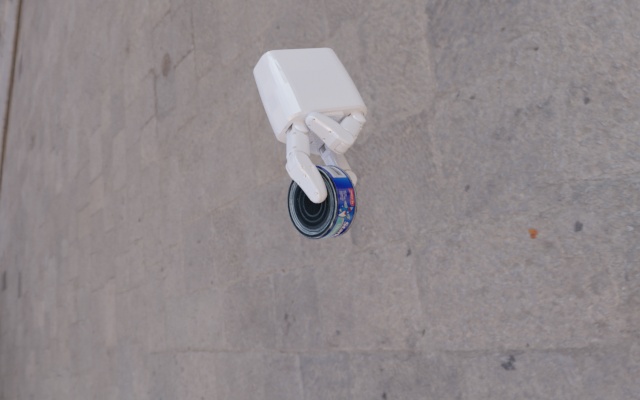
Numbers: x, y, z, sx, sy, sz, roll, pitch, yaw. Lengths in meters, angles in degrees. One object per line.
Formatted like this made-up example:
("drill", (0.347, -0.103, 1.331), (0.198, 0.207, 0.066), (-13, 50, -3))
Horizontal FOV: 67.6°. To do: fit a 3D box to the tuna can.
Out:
("tuna can", (0.000, 0.002, 0.552), (0.034, 0.086, 0.086), (-3, 2, -44))
